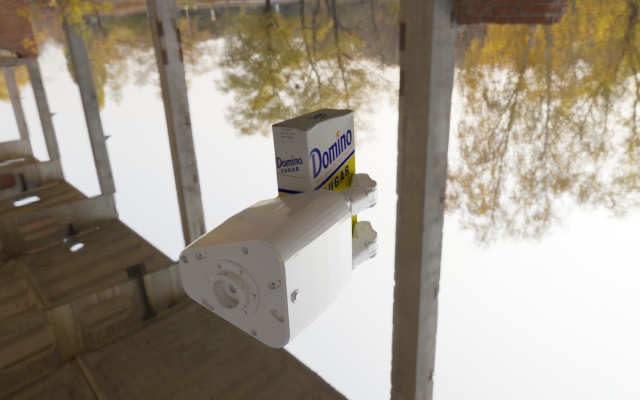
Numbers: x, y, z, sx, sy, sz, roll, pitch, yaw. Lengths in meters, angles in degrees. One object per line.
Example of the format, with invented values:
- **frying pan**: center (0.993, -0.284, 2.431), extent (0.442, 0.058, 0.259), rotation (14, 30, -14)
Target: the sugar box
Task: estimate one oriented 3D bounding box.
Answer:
- **sugar box**: center (0.000, 0.002, 0.485), extent (0.048, 0.176, 0.093), rotation (11, 25, 30)
